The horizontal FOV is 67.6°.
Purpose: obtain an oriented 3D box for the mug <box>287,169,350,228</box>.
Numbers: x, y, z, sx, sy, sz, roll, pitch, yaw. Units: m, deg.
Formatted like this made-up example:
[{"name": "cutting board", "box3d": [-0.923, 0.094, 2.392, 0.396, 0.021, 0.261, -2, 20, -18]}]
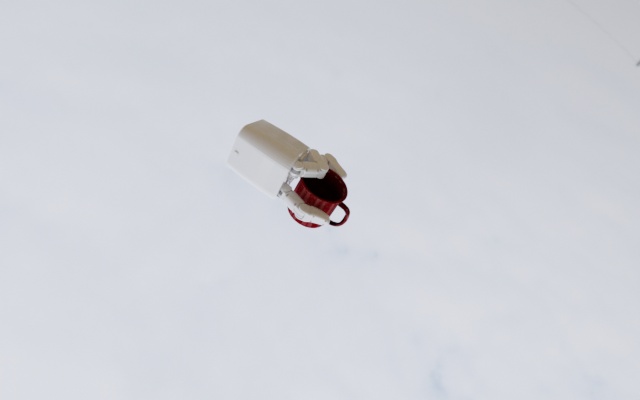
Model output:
[{"name": "mug", "box3d": [0.001, 0.004, 0.862, 0.117, 0.081, 0.093, 36, 39, 4]}]
